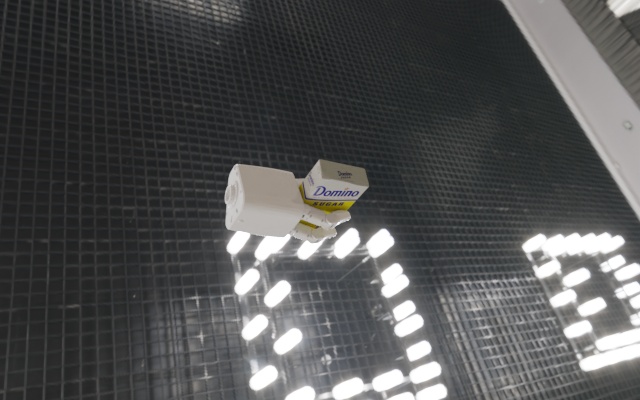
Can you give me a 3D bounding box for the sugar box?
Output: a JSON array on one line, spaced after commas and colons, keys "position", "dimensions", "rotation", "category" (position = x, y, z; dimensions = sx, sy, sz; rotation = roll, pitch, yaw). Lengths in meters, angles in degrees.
[{"position": [0.000, 0.003, 0.848], "dimensions": [0.093, 0.048, 0.176], "rotation": [9, -36, -27], "category": "sugar box"}]
